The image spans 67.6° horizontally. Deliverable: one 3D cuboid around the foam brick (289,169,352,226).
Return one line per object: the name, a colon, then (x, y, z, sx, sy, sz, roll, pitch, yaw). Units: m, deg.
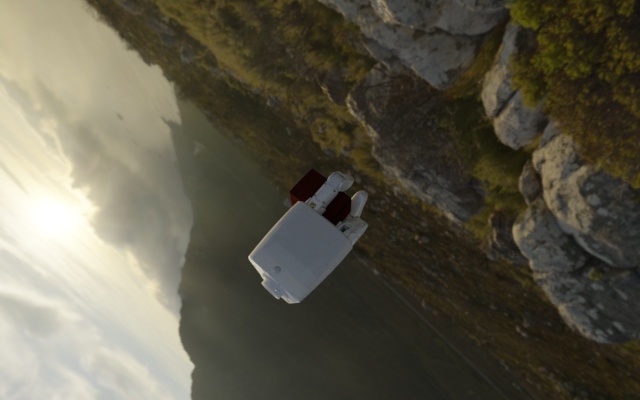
foam brick: (0.000, 0.002, 0.697, 0.078, 0.051, 0.053, 39, -17, 17)
